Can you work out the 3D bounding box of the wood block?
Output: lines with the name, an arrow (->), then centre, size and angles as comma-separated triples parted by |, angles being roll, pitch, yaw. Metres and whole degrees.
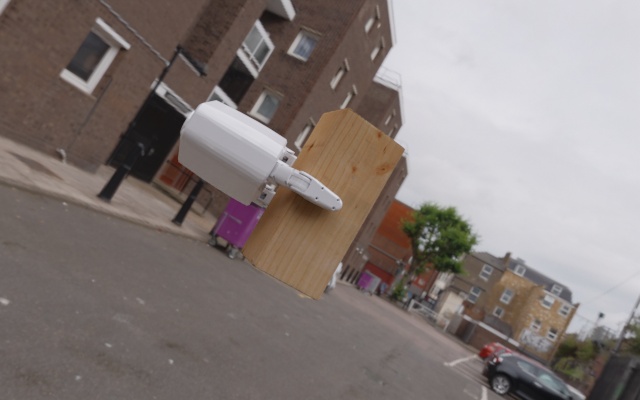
wood block -> 0.000, 0.002, 0.580 | 0.090, 0.206, 0.091 | 32, -6, -19
